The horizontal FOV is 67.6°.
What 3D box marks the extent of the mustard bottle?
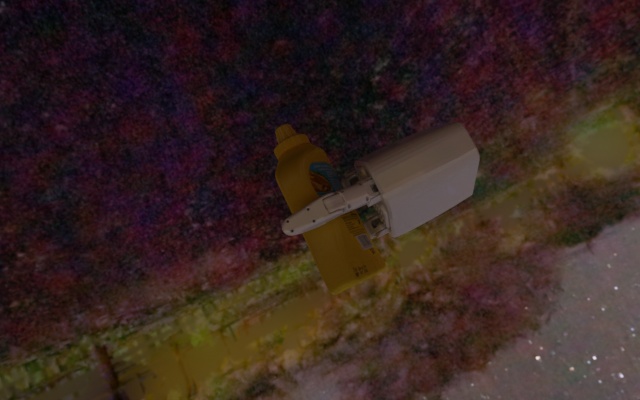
[{"bbox_3d":[0.000,0.002,0.517,0.058,0.191,0.096,-31,-12,24],"label":"mustard bottle"}]
